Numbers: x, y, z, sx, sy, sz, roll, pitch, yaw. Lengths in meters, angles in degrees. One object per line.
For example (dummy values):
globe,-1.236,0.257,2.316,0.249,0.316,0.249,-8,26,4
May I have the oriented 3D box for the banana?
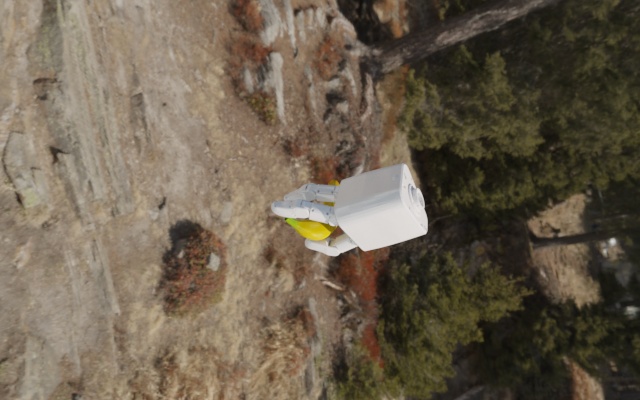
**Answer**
banana,0.006,0.021,0.811,0.037,0.069,0.197,-19,10,27
